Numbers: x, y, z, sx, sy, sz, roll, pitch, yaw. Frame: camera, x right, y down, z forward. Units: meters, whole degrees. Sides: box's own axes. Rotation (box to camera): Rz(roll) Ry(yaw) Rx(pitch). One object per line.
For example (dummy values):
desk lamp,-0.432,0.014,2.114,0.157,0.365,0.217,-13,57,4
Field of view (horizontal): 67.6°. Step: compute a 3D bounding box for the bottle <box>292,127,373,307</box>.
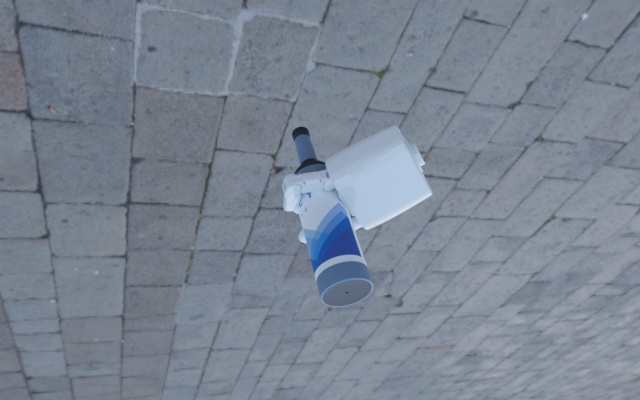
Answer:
bottle,0.000,0.002,0.669,0.069,0.295,0.069,-10,-39,-8
